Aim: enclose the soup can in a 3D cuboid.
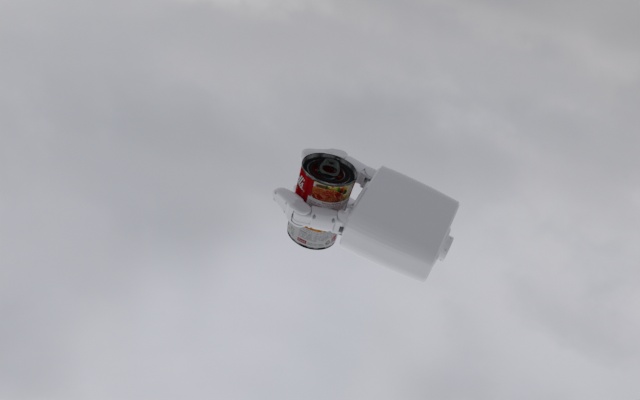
[{"bbox_3d":[0.000,0.002,0.588,0.068,0.102,0.068,10,35,-7],"label":"soup can"}]
